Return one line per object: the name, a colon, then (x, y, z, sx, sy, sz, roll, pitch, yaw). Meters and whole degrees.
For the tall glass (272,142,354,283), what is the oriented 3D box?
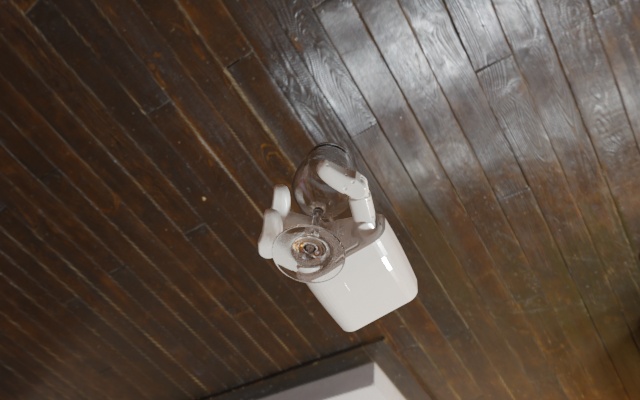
tall glass: (0.000, 0.002, 0.556, 0.079, 0.079, 0.201, 0, 33, 8)
